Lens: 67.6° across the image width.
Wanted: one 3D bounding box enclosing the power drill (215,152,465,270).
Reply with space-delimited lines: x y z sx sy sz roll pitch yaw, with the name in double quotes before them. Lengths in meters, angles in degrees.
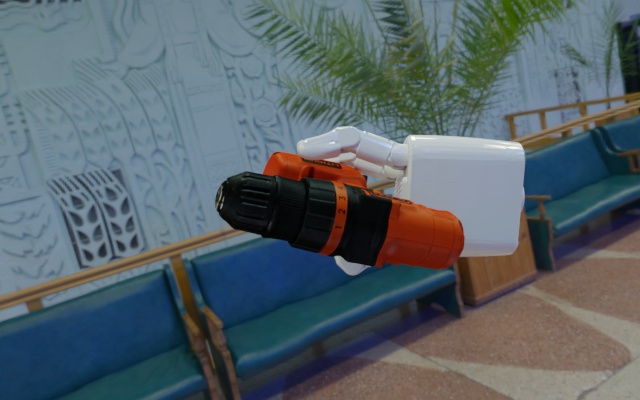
"power drill" 0.000 0.001 0.403 0.184 0.057 0.187 14 10 -18
